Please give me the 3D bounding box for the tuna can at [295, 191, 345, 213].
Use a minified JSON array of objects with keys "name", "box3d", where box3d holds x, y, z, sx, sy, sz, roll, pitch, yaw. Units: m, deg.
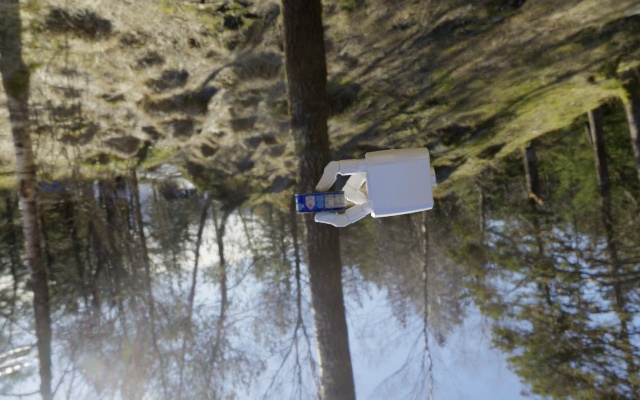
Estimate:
[{"name":"tuna can","box3d":[0.000,0.003,0.822,0.086,0.034,0.086,-4,0,0]}]
